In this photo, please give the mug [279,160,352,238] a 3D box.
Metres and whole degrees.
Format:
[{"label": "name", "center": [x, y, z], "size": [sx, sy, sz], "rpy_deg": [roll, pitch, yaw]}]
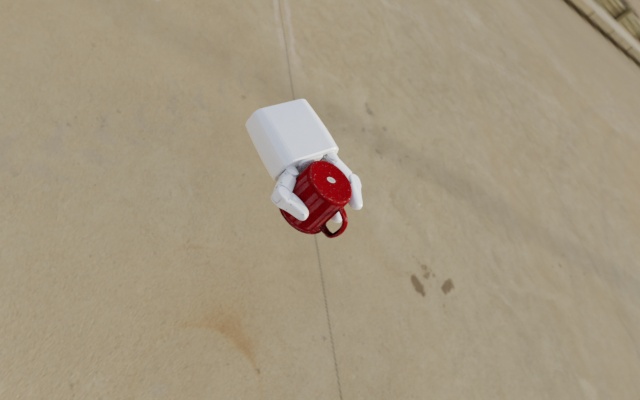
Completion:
[{"label": "mug", "center": [0.001, 0.003, 0.730], "size": [0.093, 0.117, 0.081], "rpy_deg": [-16, -21, -47]}]
